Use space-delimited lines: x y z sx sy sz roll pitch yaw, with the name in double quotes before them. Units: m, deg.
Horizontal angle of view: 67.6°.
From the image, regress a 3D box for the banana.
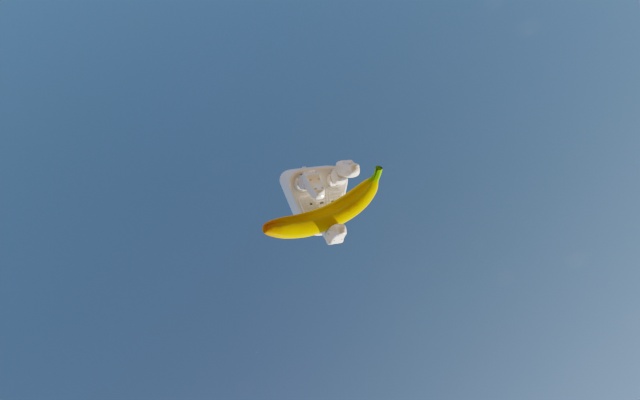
"banana" 0.009 0.015 0.719 0.198 0.070 0.037 -29 37 -7
